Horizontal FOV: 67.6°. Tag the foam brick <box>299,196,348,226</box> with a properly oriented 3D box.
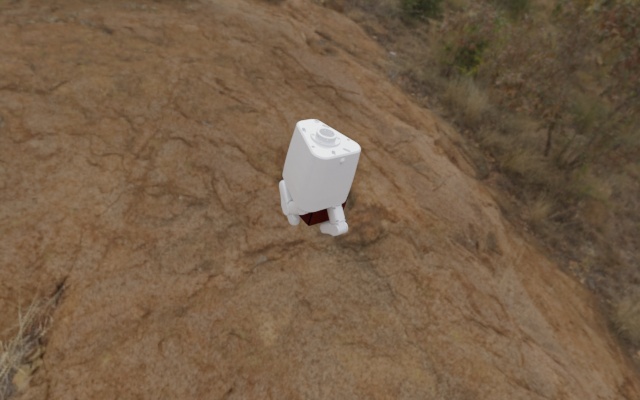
[{"bbox_3d":[0.000,0.003,0.845,0.078,0.051,0.053,-16,48,-36],"label":"foam brick"}]
